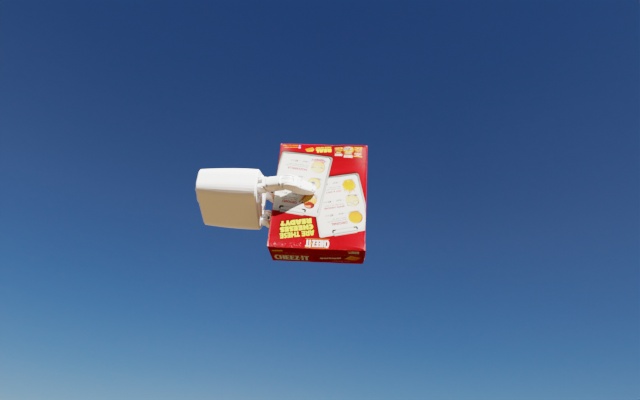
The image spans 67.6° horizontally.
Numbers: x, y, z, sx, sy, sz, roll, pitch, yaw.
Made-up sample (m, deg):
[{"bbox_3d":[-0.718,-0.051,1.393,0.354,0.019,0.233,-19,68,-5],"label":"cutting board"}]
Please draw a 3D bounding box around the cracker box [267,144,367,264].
[{"bbox_3d":[0.000,0.003,0.858,0.164,0.213,0.072,2,-29,4],"label":"cracker box"}]
